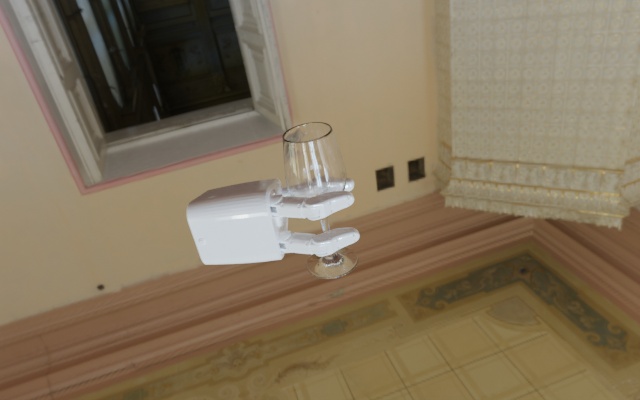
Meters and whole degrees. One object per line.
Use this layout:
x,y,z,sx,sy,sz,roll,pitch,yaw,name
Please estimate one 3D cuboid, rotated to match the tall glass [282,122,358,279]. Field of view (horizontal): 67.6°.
0.000,0.003,0.627,0.079,0.201,0.079,-8,30,5,tall glass
